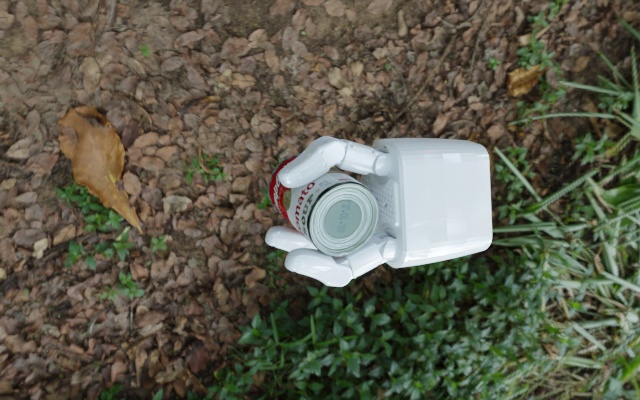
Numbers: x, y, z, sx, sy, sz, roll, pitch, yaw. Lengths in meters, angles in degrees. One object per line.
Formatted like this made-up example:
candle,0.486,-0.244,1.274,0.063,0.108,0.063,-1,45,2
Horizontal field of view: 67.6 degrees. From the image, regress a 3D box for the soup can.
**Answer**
soup can,0.000,0.001,0.437,0.068,0.068,0.102,0,18,-25
